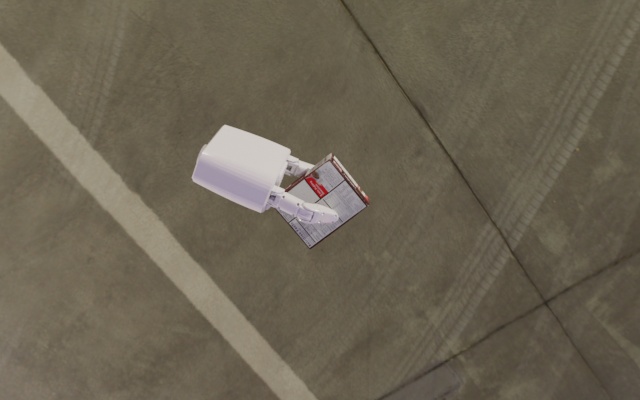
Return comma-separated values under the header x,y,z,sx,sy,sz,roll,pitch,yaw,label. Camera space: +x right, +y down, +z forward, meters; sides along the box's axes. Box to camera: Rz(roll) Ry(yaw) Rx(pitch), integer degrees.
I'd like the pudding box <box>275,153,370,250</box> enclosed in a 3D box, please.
x,y,z,sx,sy,sz,roll,pitch,yaw,label
0.000,0.002,0.684,0.113,0.090,0.039,-37,10,16,pudding box
